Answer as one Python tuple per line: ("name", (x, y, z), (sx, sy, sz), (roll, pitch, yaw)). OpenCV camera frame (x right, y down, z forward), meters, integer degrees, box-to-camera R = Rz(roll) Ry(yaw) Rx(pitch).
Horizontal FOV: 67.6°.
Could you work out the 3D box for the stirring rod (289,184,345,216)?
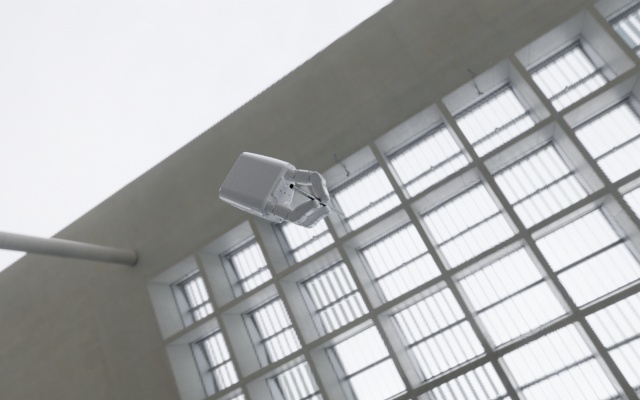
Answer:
("stirring rod", (0.000, 0.003, 0.854), (0.011, 0.011, 0.239), (0, -12, 23))
